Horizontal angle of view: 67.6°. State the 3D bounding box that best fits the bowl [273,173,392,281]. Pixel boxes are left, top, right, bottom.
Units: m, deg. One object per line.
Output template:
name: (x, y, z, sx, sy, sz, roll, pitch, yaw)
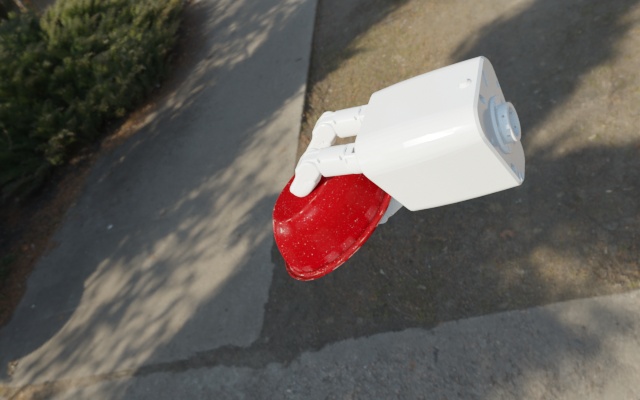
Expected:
bowl: (-0.001, 0.002, 0.506, 0.055, 0.162, 0.162, 40, -18, -23)
